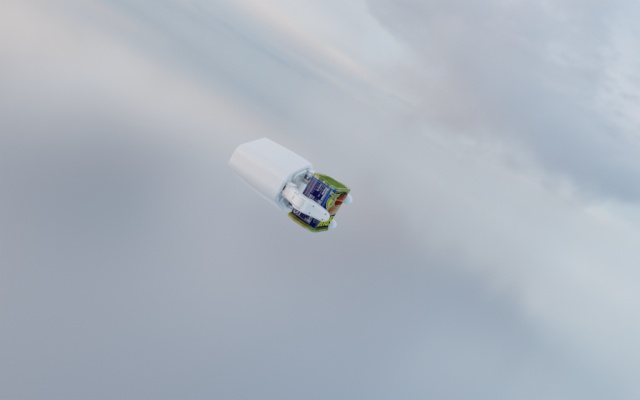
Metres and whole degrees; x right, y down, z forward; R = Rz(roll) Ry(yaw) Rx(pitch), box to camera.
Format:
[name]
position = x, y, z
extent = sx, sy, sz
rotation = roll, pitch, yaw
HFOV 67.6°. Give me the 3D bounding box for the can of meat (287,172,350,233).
[can of meat]
position = 0.000, 0.002, 0.806
extent = 0.057, 0.084, 0.102
rotation = 33, 9, 15
